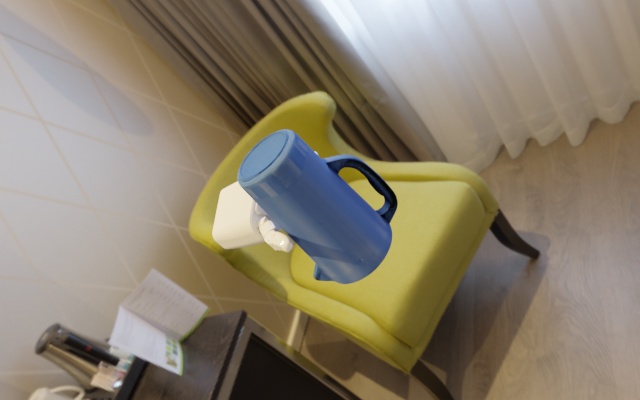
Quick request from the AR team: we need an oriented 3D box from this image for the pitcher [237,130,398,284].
[{"bbox_3d":[0.000,0.002,0.726,0.145,0.149,0.243,-15,-49,40],"label":"pitcher"}]
